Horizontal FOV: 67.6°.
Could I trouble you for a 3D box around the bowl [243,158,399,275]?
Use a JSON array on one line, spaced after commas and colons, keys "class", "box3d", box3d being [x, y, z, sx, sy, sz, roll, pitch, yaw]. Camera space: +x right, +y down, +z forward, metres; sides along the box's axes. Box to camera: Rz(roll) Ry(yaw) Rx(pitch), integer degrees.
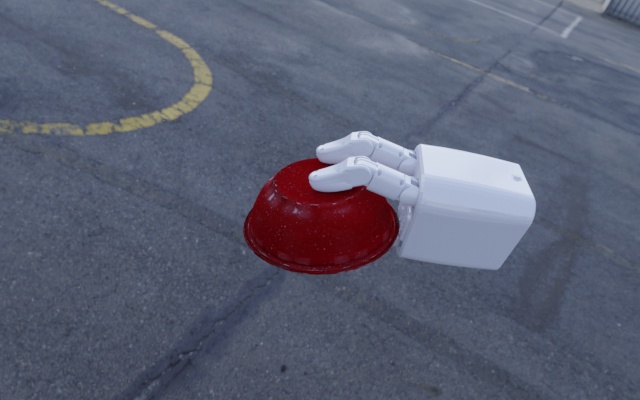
[{"class": "bowl", "box3d": [-0.001, 0.001, 0.483, 0.162, 0.055, 0.162, -1, 33, 1]}]
